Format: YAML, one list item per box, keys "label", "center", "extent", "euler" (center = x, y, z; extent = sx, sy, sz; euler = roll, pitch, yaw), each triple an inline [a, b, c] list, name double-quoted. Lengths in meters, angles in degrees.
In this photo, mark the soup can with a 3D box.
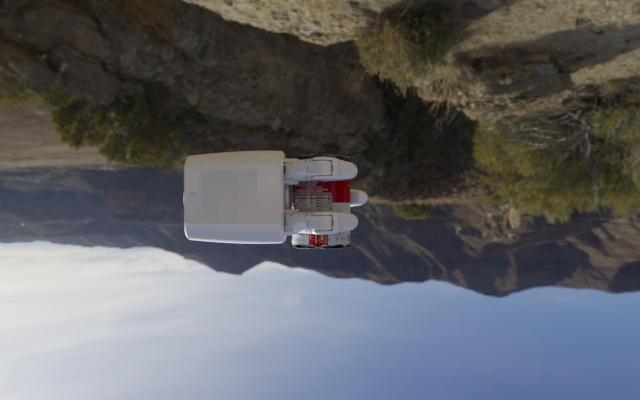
- label: "soup can"
  center: [0.001, 0.002, 0.542]
  extent: [0.068, 0.102, 0.068]
  euler: [0, -1, 0]
